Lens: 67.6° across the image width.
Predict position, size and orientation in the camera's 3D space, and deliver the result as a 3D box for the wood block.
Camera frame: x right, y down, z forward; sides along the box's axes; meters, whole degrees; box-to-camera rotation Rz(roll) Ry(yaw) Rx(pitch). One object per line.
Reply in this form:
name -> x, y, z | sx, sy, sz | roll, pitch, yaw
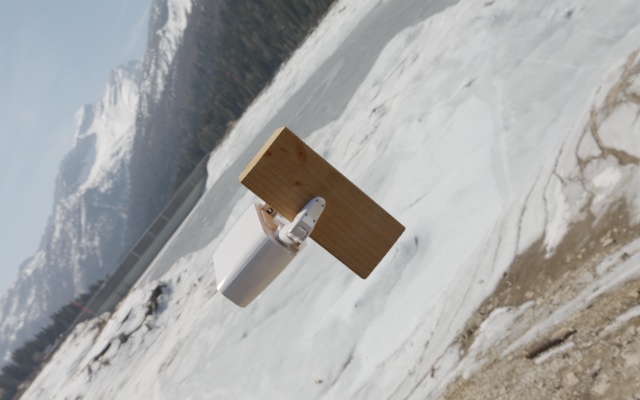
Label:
wood block -> 0.000, 0.002, 0.640 | 0.206, 0.090, 0.091 | 39, -1, -13
